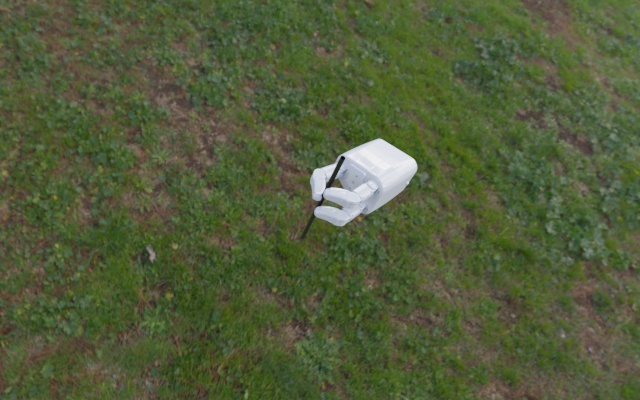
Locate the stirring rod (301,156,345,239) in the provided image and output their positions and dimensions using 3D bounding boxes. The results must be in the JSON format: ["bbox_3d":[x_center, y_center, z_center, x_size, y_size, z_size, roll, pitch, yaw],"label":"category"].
[{"bbox_3d":[0.000,0.003,0.825,0.011,0.011,0.240,0,-35,-20],"label":"stirring rod"}]
